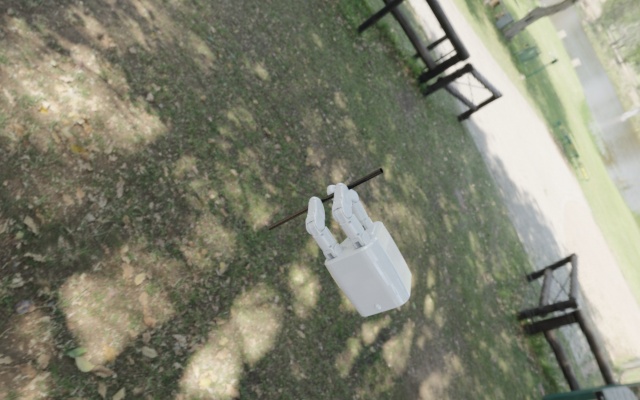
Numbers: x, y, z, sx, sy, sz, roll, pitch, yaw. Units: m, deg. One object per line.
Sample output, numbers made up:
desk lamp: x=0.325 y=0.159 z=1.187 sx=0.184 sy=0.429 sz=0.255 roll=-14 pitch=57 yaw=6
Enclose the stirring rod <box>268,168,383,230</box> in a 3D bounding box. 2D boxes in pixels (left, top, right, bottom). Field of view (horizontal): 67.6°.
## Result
stirring rod: x=0.000 y=0.003 z=0.748 sx=0.239 sy=0.011 sz=0.011 roll=-27 pitch=-17 yaw=36
